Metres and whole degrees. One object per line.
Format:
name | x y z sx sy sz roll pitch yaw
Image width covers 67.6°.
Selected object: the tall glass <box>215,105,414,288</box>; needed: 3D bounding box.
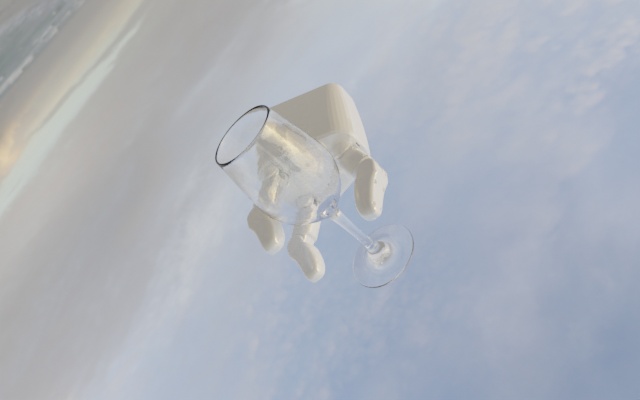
tall glass | 0.001 0.002 0.435 0.079 0.079 0.201 0 -33 50
